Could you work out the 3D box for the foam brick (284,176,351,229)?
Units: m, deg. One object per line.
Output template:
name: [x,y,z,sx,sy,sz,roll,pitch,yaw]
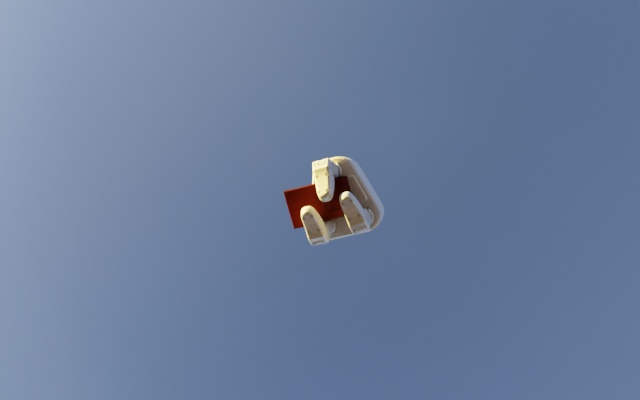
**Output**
foam brick: [0.000,0.002,0.629,0.078,0.053,0.051,-14,1,13]
